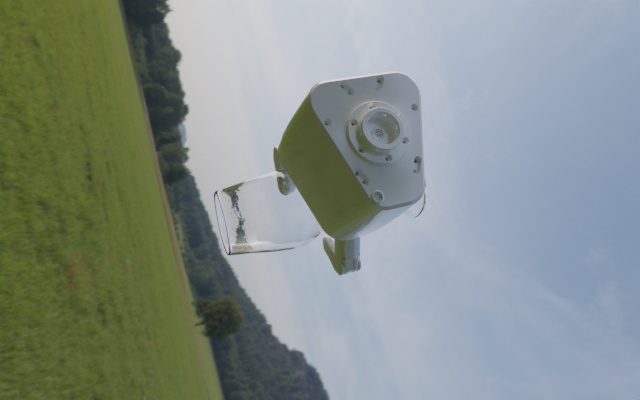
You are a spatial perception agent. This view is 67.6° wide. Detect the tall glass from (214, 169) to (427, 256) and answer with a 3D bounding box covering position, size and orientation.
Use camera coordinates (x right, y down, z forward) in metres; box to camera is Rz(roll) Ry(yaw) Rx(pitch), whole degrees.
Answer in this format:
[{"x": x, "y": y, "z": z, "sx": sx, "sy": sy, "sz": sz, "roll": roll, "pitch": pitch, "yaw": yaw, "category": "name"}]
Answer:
[{"x": 0.001, "y": 0.002, "z": 0.476, "sx": 0.201, "sy": 0.079, "sz": 0.079, "roll": -12, "pitch": 4, "yaw": -18, "category": "tall glass"}]
